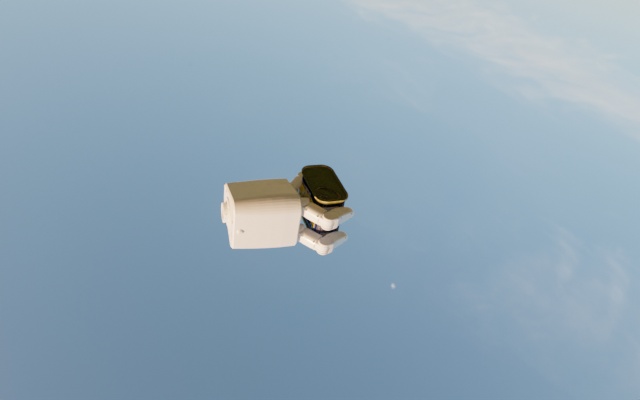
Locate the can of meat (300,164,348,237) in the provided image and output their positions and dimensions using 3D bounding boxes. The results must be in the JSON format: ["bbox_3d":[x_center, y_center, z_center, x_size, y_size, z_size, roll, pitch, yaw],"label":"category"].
[{"bbox_3d":[0.000,0.003,0.804,0.057,0.084,0.102,-6,40,-21],"label":"can of meat"}]
